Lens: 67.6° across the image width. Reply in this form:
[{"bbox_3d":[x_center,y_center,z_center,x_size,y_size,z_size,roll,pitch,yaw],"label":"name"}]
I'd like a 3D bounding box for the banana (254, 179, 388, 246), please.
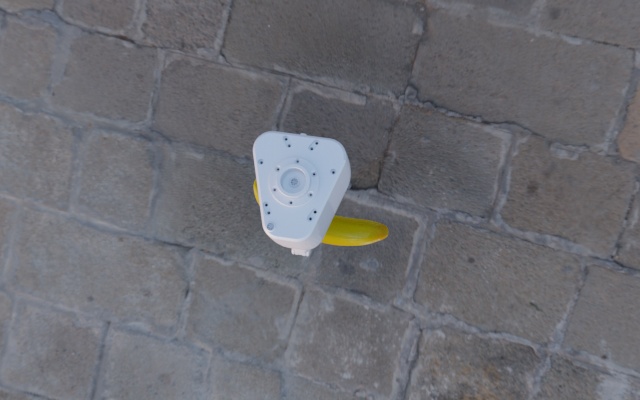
[{"bbox_3d":[-0.012,0.015,0.609,0.198,0.069,0.037,29,-19,11],"label":"banana"}]
